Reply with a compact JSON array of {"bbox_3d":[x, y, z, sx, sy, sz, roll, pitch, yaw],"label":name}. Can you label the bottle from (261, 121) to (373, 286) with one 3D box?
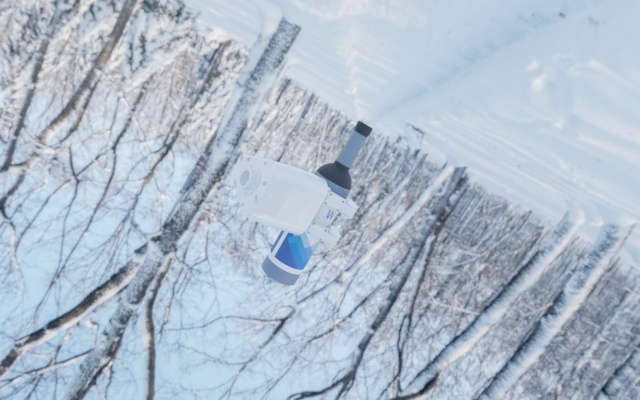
[{"bbox_3d":[0.000,0.003,0.794,0.069,0.296,0.069,29,11,-6],"label":"bottle"}]
